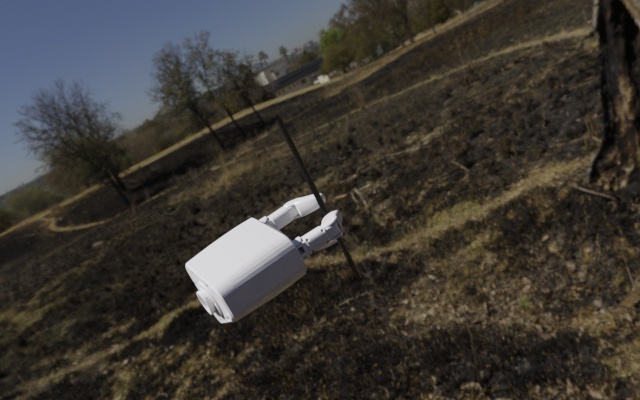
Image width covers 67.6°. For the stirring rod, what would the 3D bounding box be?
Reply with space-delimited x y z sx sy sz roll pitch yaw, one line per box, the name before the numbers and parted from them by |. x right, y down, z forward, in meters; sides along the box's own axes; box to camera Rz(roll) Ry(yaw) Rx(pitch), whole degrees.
stirring rod | 0.000 0.002 0.627 0.011 0.239 0.011 -25 14 7
